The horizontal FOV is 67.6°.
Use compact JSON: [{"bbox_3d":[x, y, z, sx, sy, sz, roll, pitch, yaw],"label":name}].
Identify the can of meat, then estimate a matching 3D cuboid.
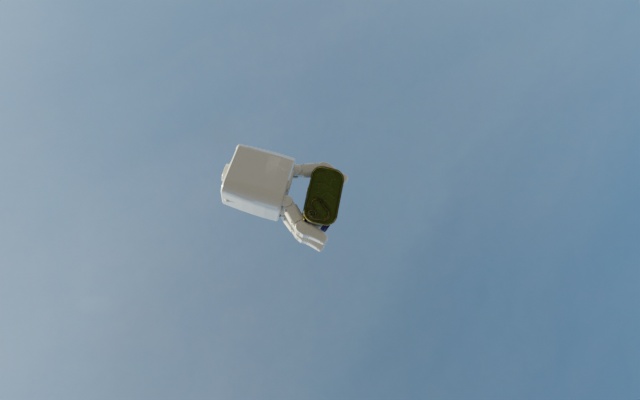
[{"bbox_3d":[0.000,0.003,0.837,0.057,0.102,0.084,13,-19,-5],"label":"can of meat"}]
